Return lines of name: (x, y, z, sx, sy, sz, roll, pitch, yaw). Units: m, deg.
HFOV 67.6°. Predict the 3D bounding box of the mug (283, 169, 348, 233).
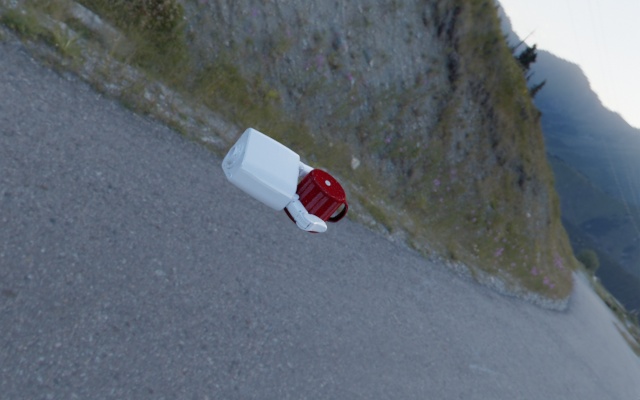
mug: (0.001, 0.003, 0.861, 0.117, 0.081, 0.093, 29, 27, -28)
